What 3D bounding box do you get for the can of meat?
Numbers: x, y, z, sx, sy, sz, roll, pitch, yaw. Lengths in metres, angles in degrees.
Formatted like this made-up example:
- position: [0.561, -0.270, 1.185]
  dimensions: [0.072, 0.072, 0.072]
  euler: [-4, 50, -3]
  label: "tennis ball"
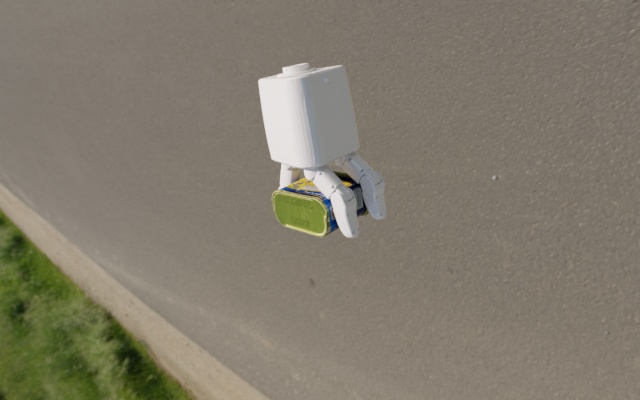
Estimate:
- position: [0.000, 0.002, 0.619]
  dimensions: [0.102, 0.057, 0.084]
  euler: [12, 28, 42]
  label: "can of meat"
